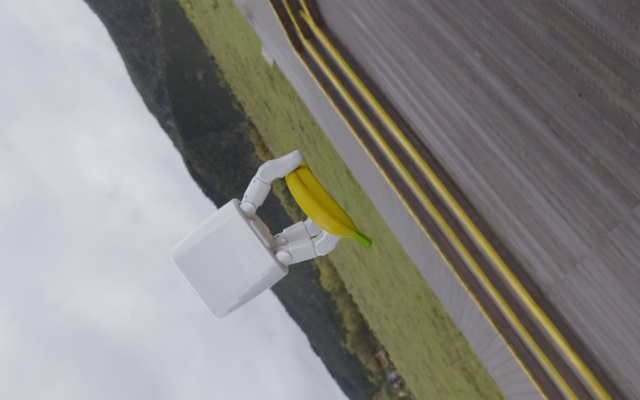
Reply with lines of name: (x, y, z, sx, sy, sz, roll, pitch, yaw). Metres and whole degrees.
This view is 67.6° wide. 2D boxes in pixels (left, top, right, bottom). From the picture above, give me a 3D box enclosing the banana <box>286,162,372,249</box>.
banana: (-0.009, -0.006, 0.590, 0.070, 0.037, 0.197, 44, 5, -39)
